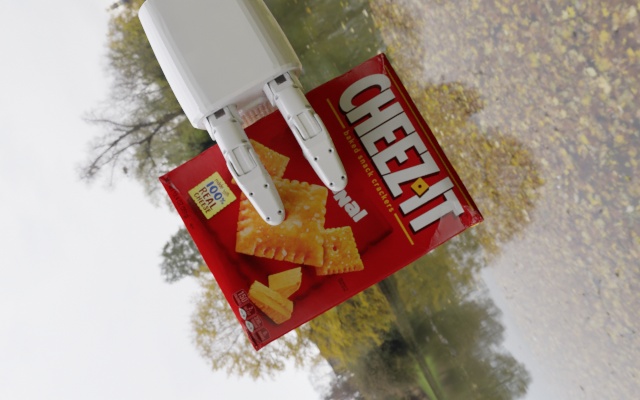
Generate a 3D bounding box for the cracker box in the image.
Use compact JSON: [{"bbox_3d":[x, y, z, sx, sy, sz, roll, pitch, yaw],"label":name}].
[{"bbox_3d":[0.000,0.001,0.408,0.213,0.164,0.072,-30,-5,-1],"label":"cracker box"}]
